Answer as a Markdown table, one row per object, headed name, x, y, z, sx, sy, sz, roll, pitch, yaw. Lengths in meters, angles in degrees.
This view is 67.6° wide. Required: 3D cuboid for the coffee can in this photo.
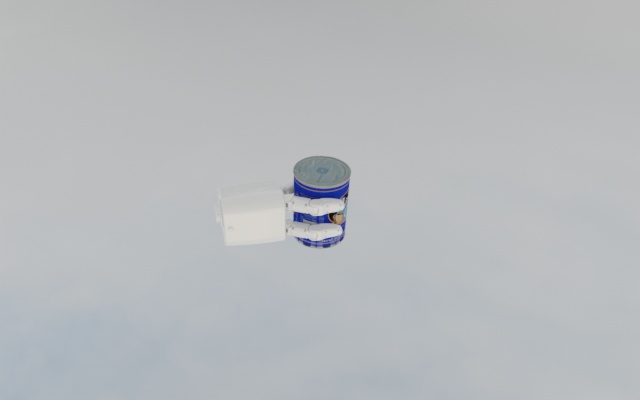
| name | x | y | z | sx | sy | sz | roll | pitch | yaw |
| --- | --- | --- | --- | --- | --- | --- | --- | --- | --- |
| coffee can | 0.000 | 0.003 | 0.882 | 0.103 | 0.140 | 0.102 | 2 | 35 | -1 |
